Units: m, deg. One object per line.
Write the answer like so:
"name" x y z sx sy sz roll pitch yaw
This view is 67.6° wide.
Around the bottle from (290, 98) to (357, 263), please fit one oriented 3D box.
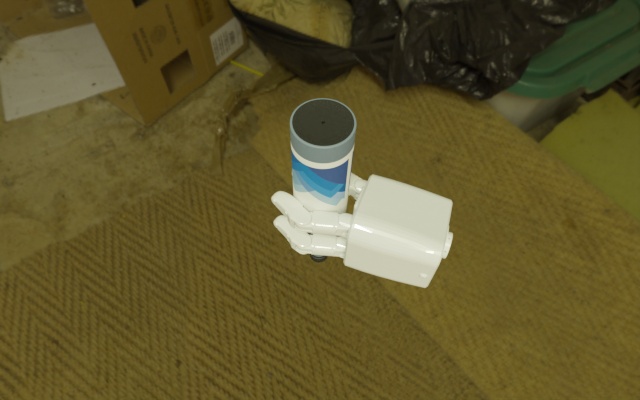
"bottle" 0.000 0.002 0.596 0.069 0.069 0.296 0 -33 -1
